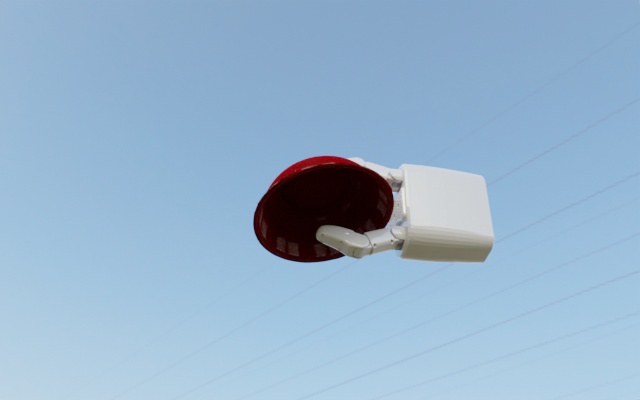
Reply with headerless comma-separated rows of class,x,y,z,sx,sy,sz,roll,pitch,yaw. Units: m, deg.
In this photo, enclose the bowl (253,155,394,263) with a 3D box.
bowl,-0.001,0.001,0.552,0.162,0.055,0.162,-8,-43,-8
